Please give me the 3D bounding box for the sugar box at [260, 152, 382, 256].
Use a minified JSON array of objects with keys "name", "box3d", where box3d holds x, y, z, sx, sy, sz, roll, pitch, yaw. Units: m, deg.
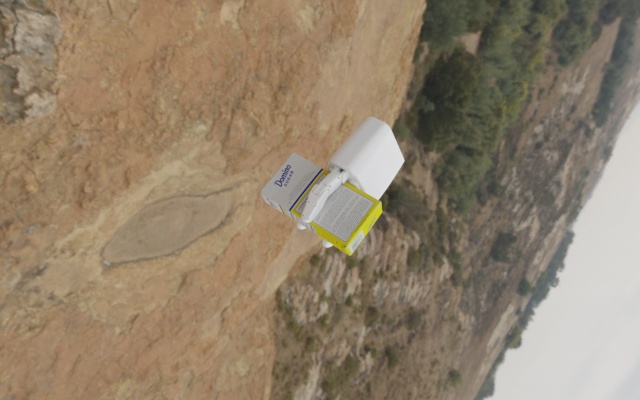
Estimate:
[{"name":"sugar box","box3d":[0.000,0.003,0.768,0.176,0.093,0.048,31,-17,25]}]
